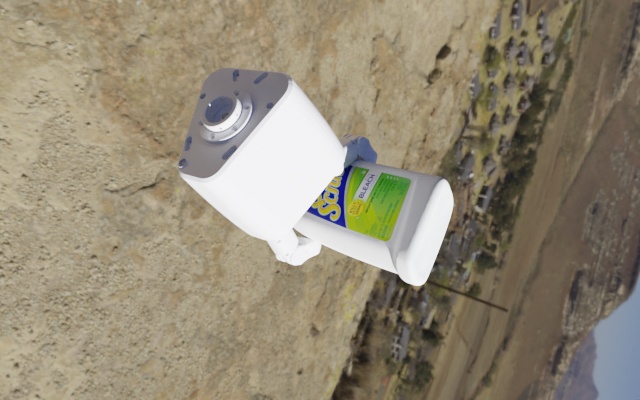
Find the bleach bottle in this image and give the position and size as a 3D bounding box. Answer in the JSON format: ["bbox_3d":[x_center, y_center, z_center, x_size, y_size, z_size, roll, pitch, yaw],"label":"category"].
[{"bbox_3d":[0.000,0.002,0.495,0.251,0.102,0.068,14,-21,31],"label":"bleach bottle"}]
